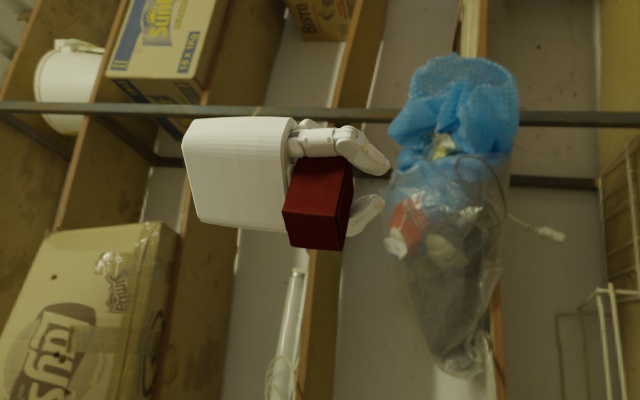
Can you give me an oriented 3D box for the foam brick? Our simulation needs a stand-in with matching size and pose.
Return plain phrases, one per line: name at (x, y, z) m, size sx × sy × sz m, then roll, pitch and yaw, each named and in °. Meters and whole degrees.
foam brick at (0.000, 0.002, 0.451) m, size 0.051 × 0.078 × 0.053 m, roll 4°, pitch -42°, yaw 12°
